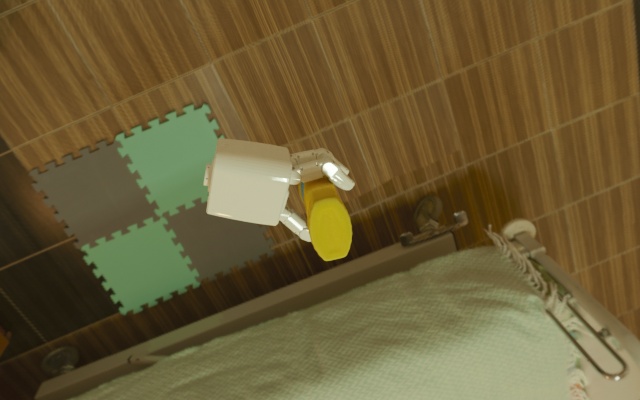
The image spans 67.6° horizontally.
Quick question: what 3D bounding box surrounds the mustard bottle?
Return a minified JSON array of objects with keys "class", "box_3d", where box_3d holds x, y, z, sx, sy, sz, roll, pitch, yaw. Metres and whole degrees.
[{"class":"mustard bottle","box_3d":[0.000,0.002,0.712,0.058,0.096,0.191,-14,26,-3]}]
